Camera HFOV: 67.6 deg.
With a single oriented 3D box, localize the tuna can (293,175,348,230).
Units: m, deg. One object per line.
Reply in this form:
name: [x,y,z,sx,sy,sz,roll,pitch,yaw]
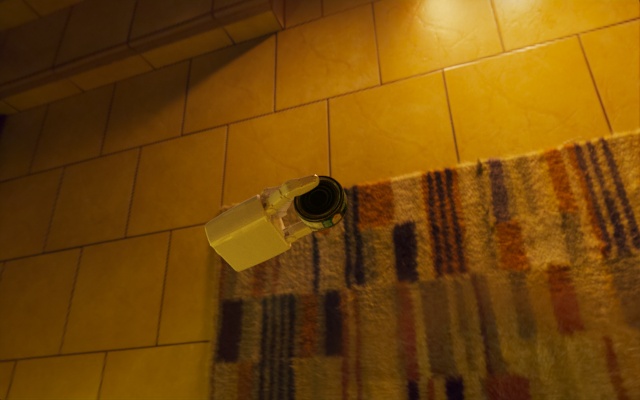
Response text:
tuna can: [0.000,0.002,0.776,0.086,0.086,0.034,0,-27,17]
